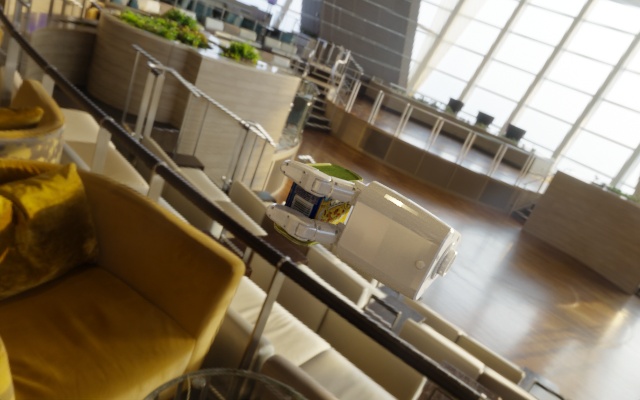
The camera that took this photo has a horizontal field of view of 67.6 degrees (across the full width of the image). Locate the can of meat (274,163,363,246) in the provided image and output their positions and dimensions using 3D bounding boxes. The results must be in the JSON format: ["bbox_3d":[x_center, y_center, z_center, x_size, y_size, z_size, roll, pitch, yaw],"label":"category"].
[{"bbox_3d":[0.000,0.002,0.592,0.057,0.084,0.102,33,22,27],"label":"can of meat"}]
